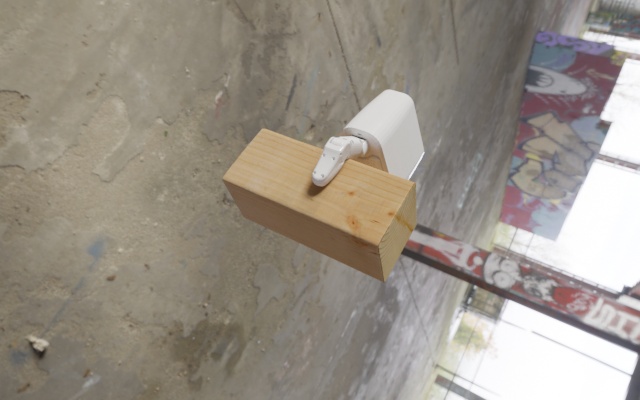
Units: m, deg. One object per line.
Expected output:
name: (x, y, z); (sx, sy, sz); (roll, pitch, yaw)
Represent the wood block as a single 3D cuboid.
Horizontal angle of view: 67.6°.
wood block: (0.000, 0.001, 0.567); (0.206, 0.090, 0.091); (22, -27, 24)
